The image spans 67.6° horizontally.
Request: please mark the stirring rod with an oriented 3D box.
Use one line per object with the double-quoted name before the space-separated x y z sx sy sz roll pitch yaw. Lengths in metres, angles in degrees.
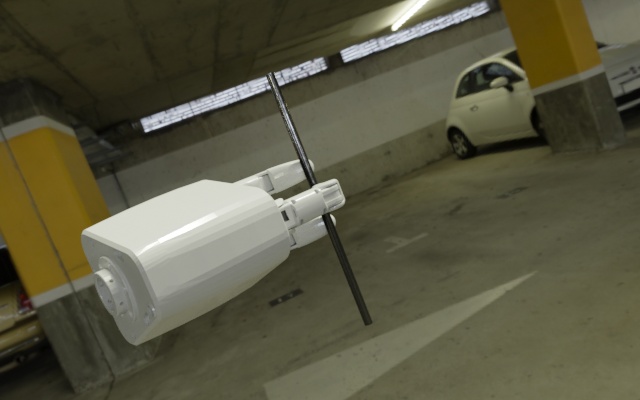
"stirring rod" 0.000 0.002 0.426 0.011 0.239 0.011 -21 5 2
